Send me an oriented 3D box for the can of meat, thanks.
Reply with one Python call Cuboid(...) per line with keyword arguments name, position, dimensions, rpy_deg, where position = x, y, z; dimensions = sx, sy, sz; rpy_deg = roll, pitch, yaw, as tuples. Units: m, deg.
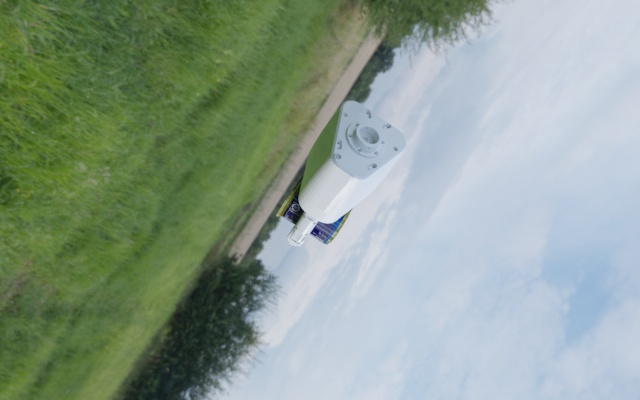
Cuboid(name="can of meat", position=(0.000, 0.003, 0.678), dimensions=(0.084, 0.102, 0.057), rpy_deg=(34, -40, -2))
